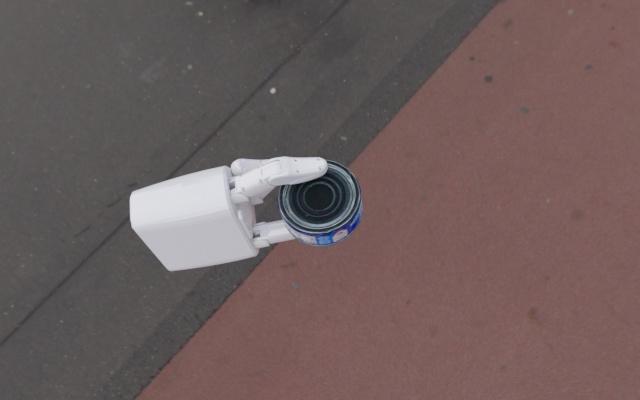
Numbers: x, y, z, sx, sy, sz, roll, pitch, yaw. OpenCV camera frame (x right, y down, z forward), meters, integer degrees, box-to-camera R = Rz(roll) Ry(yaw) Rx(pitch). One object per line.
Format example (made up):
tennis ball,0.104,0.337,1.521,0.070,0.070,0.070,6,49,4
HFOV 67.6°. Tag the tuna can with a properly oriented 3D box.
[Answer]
tuna can,0.000,0.001,0.488,0.086,0.086,0.034,0,-25,7
